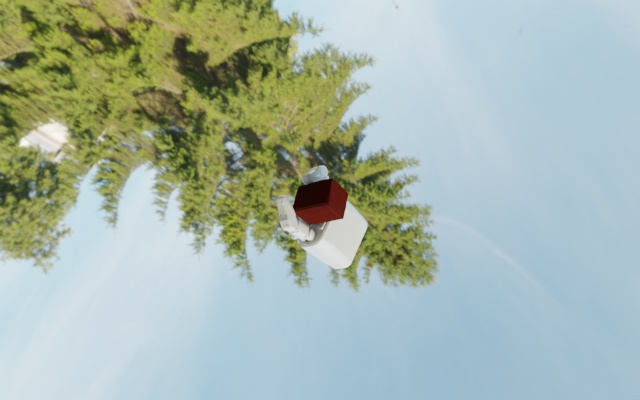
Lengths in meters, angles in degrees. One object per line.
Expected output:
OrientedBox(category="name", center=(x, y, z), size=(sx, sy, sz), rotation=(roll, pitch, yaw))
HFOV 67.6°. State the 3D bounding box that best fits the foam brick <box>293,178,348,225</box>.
OrientedBox(category="foam brick", center=(0.000, 0.003, 0.813), size=(0.078, 0.053, 0.051), rotation=(-12, -38, 37))
